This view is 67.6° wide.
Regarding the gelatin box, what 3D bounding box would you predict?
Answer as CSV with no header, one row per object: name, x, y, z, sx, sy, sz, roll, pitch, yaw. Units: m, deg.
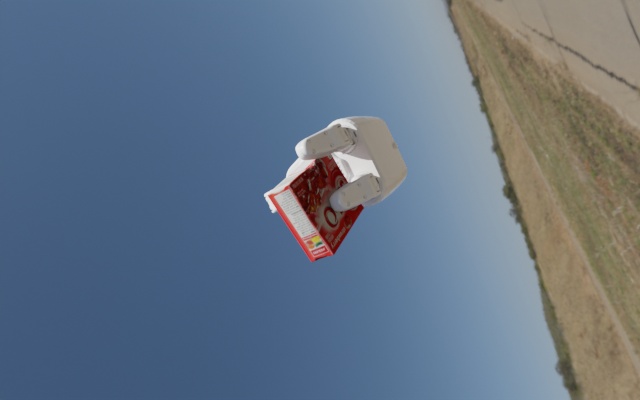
gelatin box,0.000,0.002,0.441,0.030,0.073,0.089,-24,15,33
